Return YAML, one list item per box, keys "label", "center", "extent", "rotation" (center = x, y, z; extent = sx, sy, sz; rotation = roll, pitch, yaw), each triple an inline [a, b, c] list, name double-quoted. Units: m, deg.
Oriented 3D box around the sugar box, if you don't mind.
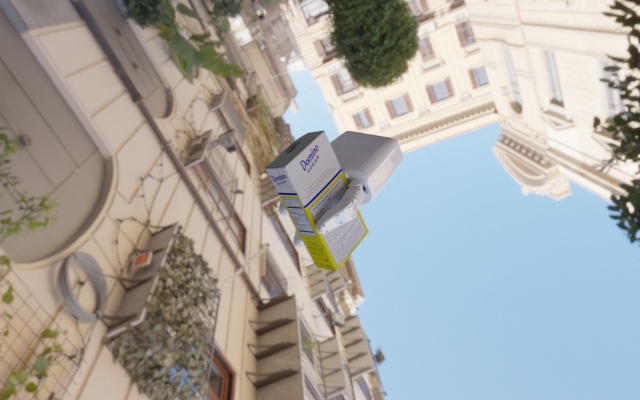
- label: "sugar box"
  center: [0.000, 0.002, 0.663]
  extent: [0.048, 0.176, 0.093]
  rotation: [-1, 35, 44]
